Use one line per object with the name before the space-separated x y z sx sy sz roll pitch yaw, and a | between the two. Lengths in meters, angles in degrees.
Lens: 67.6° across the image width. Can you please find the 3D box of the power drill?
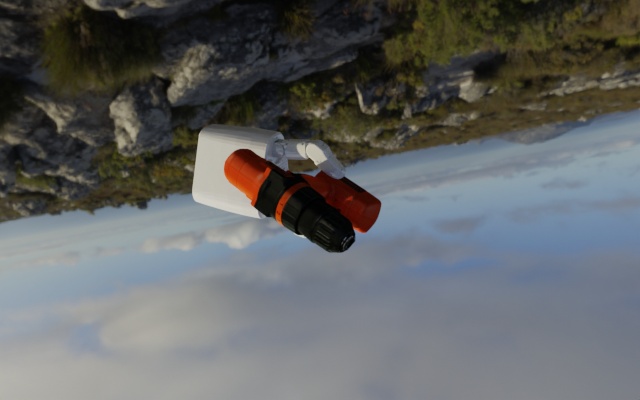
power drill | 0.000 0.002 0.576 0.184 0.057 0.187 36 14 29
